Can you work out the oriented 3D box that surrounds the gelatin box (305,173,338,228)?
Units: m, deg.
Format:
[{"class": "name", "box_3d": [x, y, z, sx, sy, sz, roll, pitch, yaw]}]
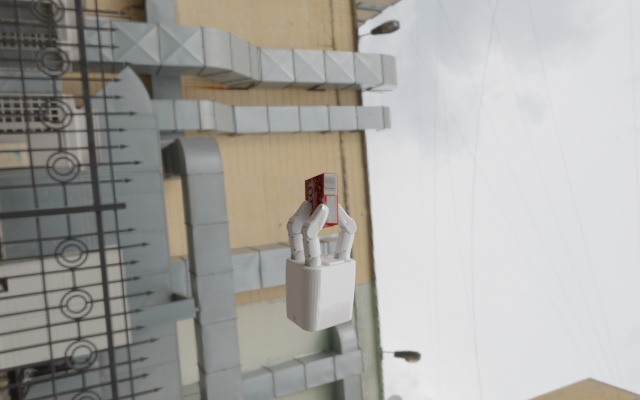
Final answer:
[{"class": "gelatin box", "box_3d": [0.001, 0.002, 0.814, 0.030, 0.089, 0.073, 4, -9, -27]}]
